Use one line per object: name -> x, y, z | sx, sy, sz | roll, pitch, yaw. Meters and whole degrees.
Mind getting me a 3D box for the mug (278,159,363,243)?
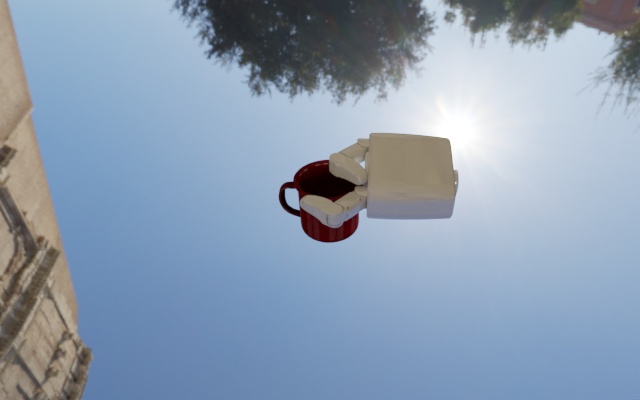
mug -> -0.001, 0.002, 0.651 | 0.117, 0.082, 0.093 | 4, 38, 8
